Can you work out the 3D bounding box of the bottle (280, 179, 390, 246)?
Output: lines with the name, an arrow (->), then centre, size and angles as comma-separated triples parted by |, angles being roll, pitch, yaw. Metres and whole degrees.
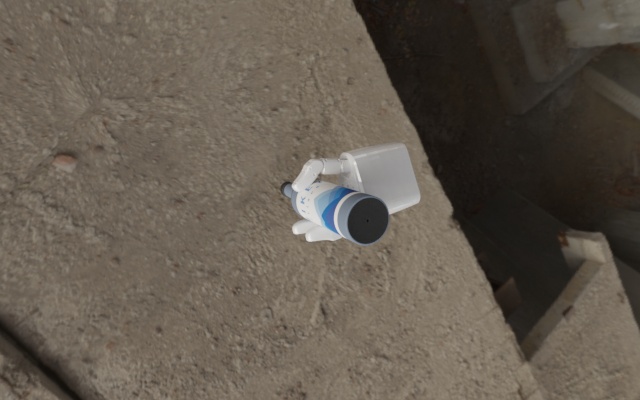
bottle -> 0.000, 0.003, 0.751 | 0.069, 0.069, 0.295 | 0, 9, -25
